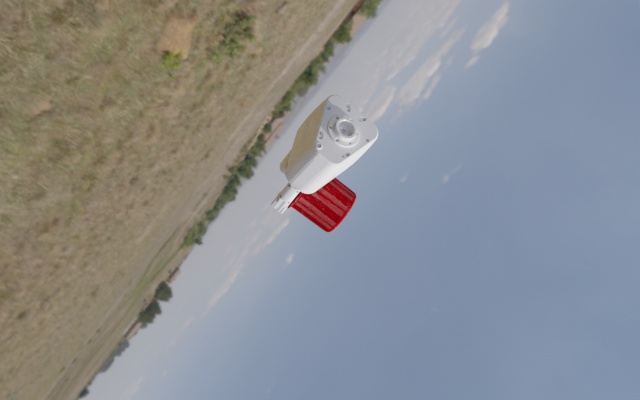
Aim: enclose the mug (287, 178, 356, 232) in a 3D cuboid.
[{"bbox_3d":[0.000,0.003,0.799,0.081,0.093,0.117,37,-30,-8],"label":"mug"}]
